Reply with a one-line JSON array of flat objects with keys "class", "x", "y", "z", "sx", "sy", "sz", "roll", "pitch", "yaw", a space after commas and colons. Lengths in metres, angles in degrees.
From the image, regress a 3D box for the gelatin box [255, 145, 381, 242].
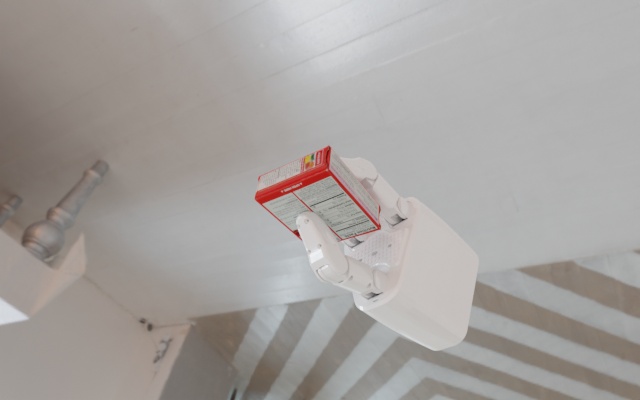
[{"class": "gelatin box", "x": 0.000, "y": 0.002, "z": 0.409, "sx": 0.073, "sy": 0.030, "sz": 0.089, "roll": -21, "pitch": -45, "yaw": 28}]
